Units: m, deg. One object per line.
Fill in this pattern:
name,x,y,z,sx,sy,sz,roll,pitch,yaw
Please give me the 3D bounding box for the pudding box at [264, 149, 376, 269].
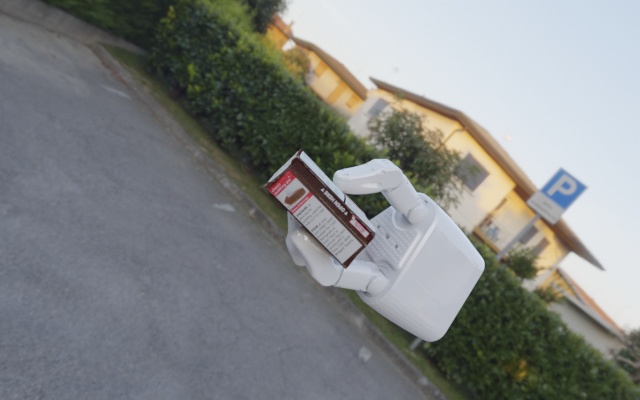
pudding box,0.000,0.001,0.408,0.090,0.039,0.113,45,4,-6
